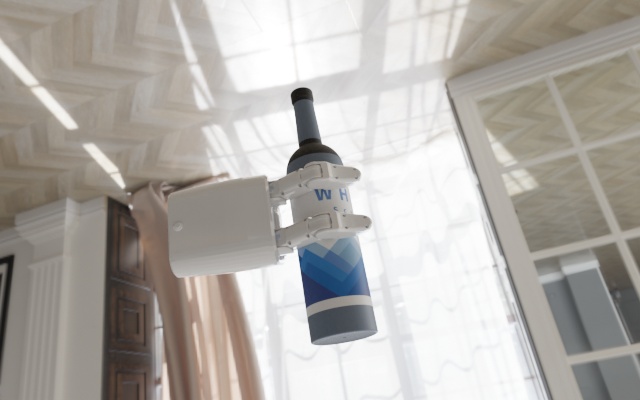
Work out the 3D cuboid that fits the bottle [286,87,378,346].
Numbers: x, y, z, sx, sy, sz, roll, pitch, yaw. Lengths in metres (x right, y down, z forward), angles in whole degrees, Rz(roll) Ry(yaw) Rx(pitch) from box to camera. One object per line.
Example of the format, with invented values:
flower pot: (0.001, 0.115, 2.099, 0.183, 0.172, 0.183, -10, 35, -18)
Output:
bottle: (0.000, 0.002, 0.523, 0.069, 0.295, 0.069, -8, -24, -4)
